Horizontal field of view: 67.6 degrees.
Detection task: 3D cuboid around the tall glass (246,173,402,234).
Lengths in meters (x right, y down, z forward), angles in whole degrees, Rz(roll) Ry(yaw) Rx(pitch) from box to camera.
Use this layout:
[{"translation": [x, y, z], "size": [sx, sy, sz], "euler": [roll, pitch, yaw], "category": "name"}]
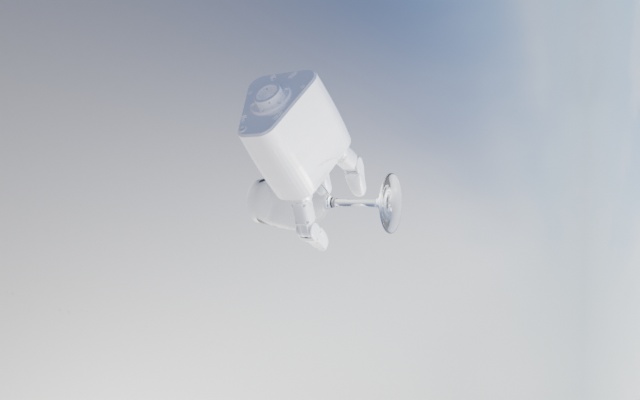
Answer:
[{"translation": [0.001, 0.002, 0.630], "size": [0.201, 0.079, 0.079], "euler": [1, 0, 29], "category": "tall glass"}]
